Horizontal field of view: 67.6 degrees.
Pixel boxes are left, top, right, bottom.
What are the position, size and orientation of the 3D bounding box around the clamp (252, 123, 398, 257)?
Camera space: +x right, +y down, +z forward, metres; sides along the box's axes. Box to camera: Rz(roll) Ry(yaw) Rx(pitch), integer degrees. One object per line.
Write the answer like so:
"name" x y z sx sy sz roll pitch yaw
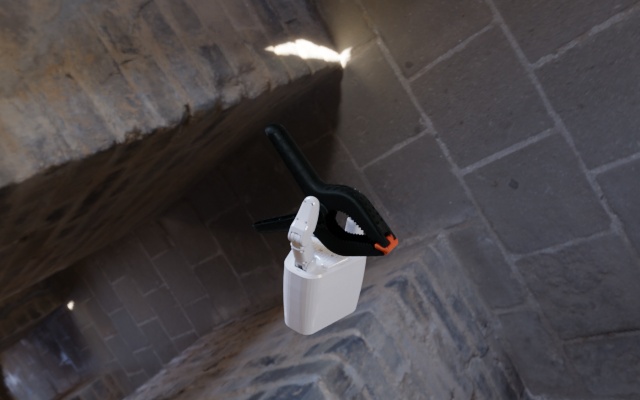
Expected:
"clamp" 0.000 0.003 0.594 0.210 0.165 0.036 22 34 27
